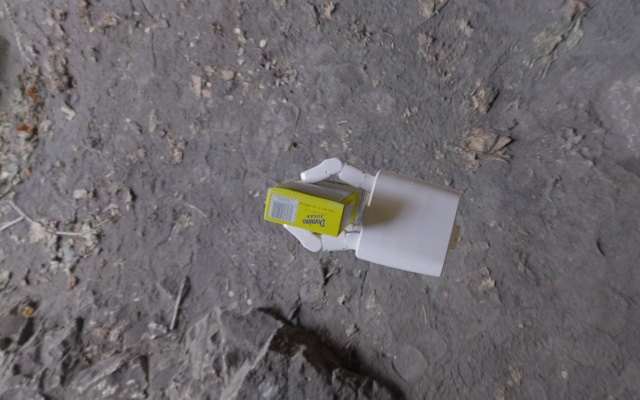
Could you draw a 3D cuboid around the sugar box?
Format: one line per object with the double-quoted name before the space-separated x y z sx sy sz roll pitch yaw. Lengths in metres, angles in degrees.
"sugar box" 0.000 0.003 0.627 0.093 0.048 0.176 14 8 12
